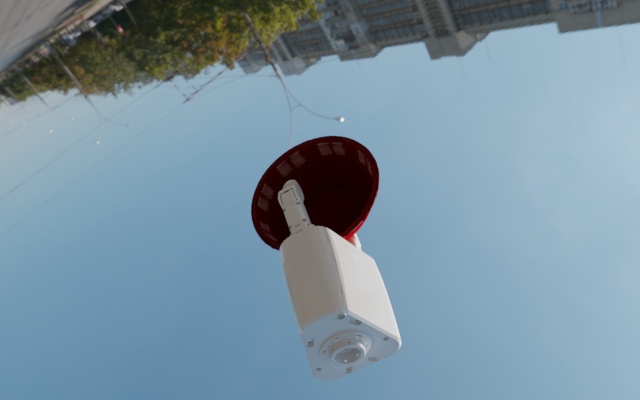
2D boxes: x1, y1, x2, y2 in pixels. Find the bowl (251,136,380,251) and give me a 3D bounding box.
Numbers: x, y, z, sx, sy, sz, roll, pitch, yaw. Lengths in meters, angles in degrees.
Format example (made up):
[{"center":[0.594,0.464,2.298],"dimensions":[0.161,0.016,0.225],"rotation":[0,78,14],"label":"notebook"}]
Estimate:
[{"center":[0.000,0.001,0.572],"dimensions":[0.162,0.162,0.055],"rotation":[0,-31,27],"label":"bowl"}]
